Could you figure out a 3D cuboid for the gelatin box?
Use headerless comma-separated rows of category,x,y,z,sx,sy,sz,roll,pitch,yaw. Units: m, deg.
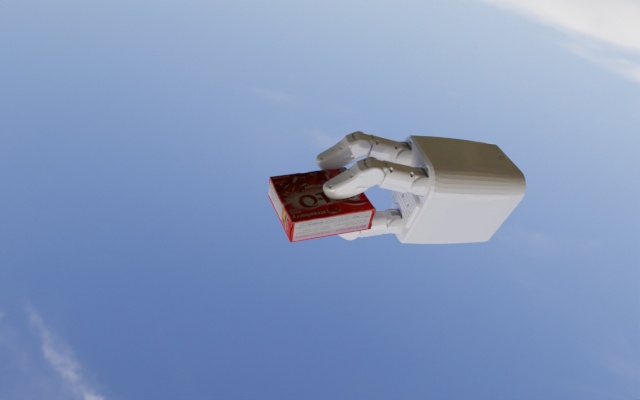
gelatin box,0.000,0.002,0.479,0.089,0.030,0.073,-9,41,-20
